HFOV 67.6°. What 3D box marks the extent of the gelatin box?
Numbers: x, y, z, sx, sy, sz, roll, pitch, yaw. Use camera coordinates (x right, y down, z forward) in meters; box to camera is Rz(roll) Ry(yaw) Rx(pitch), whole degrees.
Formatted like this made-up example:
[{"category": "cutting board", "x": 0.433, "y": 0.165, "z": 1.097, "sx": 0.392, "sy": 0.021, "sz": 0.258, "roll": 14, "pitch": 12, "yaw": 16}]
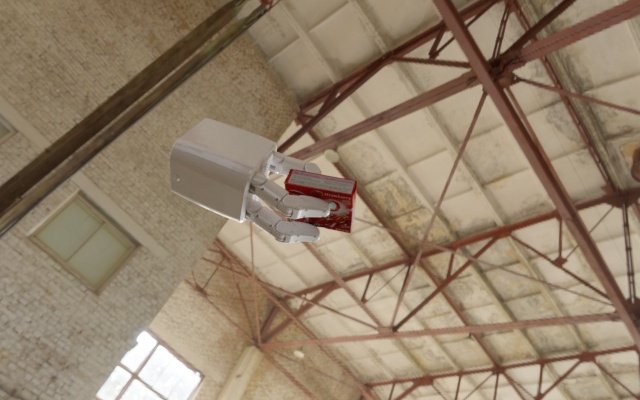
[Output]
[{"category": "gelatin box", "x": 0.001, "y": 0.002, "z": 0.611, "sx": 0.089, "sy": 0.030, "sz": 0.073, "roll": 10, "pitch": -42, "yaw": 9}]
